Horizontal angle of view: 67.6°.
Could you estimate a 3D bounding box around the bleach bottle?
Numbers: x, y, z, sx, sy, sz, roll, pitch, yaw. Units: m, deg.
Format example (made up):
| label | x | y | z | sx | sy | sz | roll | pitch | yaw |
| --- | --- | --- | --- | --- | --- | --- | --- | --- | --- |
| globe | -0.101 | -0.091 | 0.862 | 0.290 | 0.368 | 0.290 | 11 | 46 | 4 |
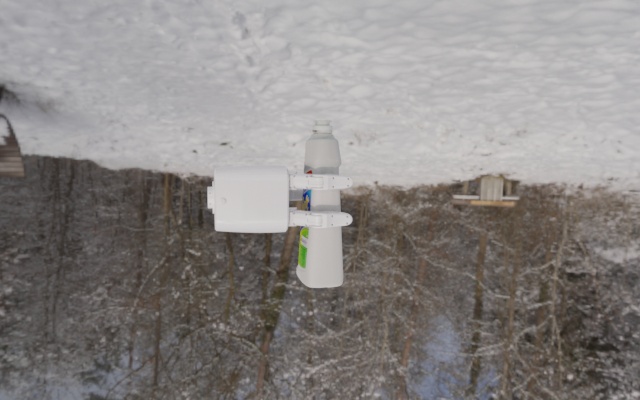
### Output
| label | x | y | z | sx | sy | sz | roll | pitch | yaw |
| --- | --- | --- | --- | --- | --- | --- | --- | --- | --- |
| bleach bottle | 0.000 | 0.003 | 0.748 | 0.068 | 0.251 | 0.102 | -1 | 6 | -12 |
